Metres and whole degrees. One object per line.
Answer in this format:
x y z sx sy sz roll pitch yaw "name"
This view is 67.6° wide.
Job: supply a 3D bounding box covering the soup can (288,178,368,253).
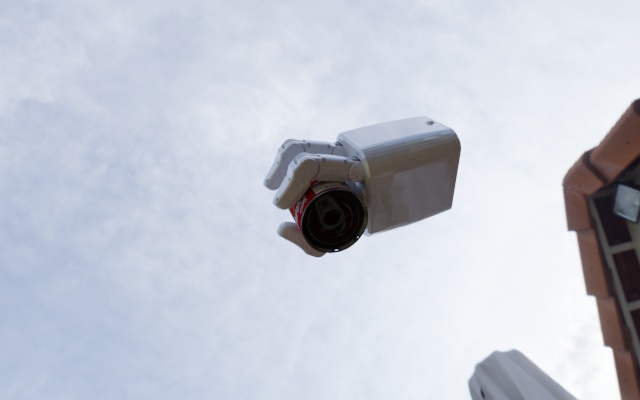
0.000 0.002 0.502 0.068 0.068 0.102 0 22 -18 "soup can"
